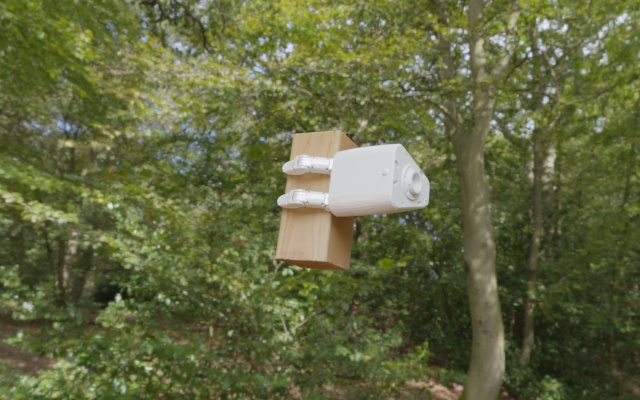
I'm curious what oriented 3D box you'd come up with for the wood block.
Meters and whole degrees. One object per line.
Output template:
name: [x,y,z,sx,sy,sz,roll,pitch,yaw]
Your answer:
wood block: [0.001,0.002,0.770,0.090,0.206,0.091,-1,-17,28]
